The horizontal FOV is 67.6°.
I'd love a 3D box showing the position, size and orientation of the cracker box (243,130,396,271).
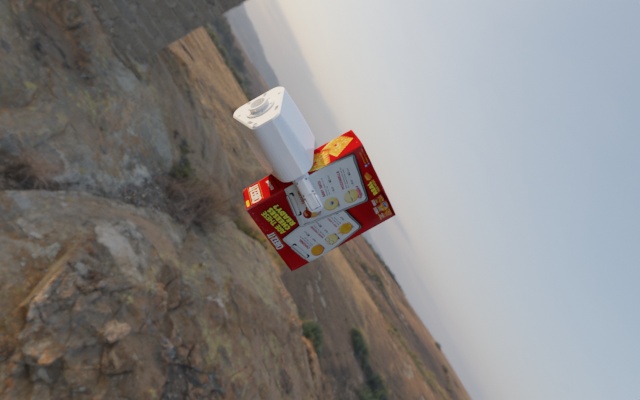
[{"bbox_3d":[0.000,0.003,0.823,0.214,0.164,0.072,-29,35,3],"label":"cracker box"}]
